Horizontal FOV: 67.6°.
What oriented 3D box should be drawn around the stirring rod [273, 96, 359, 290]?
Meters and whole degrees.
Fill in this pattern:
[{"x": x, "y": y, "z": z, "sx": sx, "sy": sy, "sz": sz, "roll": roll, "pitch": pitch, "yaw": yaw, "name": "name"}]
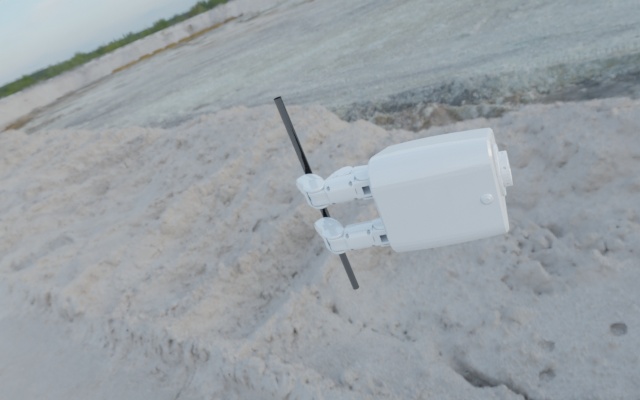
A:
[{"x": 0.000, "y": 0.002, "z": 0.513, "sx": 0.011, "sy": 0.240, "sz": 0.011, "roll": -18, "pitch": 25, "yaw": 9, "name": "stirring rod"}]
